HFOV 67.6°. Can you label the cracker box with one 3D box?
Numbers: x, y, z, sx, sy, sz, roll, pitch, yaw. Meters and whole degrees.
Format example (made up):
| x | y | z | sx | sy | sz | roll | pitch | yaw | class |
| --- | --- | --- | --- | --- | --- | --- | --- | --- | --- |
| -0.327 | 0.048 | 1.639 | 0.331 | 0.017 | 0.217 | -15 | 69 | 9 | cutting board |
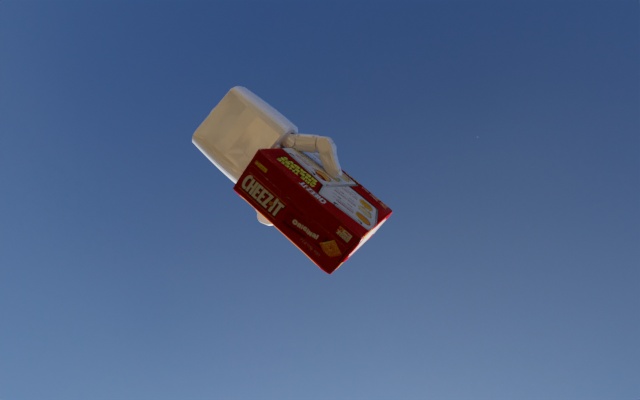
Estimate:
| x | y | z | sx | sy | sz | roll | pitch | yaw | class |
| --- | --- | --- | --- | --- | --- | --- | --- | --- | --- |
| 0.000 | 0.002 | 0.660 | 0.164 | 0.072 | 0.213 | 40 | 17 | 9 | cracker box |
